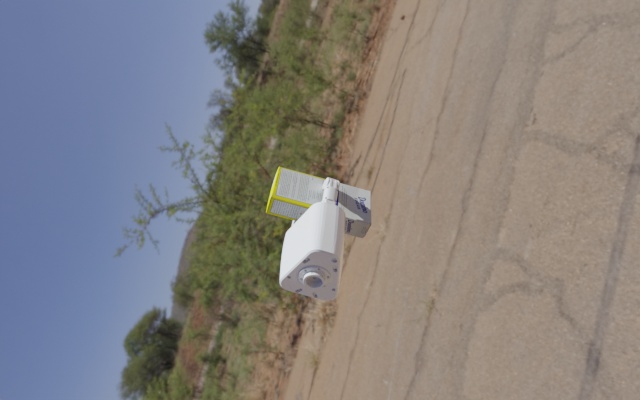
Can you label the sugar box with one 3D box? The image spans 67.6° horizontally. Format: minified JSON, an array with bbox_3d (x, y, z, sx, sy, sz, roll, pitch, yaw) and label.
[{"bbox_3d":[0.000,0.003,0.836,0.176,0.048,0.093,17,39,-8],"label":"sugar box"}]
